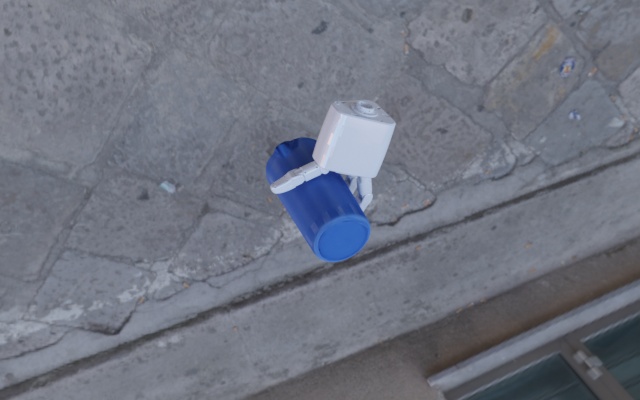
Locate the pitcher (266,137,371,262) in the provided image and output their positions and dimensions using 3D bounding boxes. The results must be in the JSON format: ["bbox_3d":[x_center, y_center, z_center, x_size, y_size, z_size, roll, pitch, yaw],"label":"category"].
[{"bbox_3d":[0.000,0.003,0.894,0.149,0.145,0.242,1,36,-28],"label":"pitcher"}]
